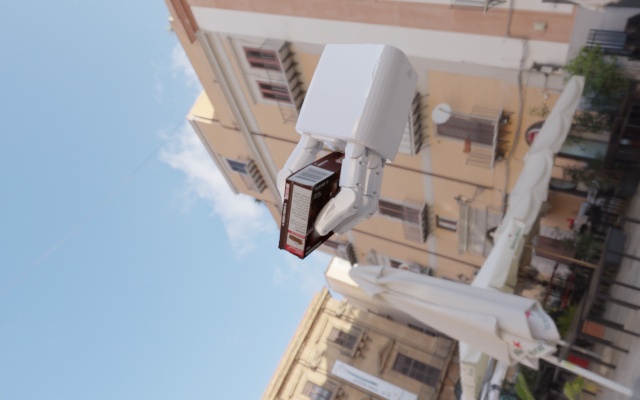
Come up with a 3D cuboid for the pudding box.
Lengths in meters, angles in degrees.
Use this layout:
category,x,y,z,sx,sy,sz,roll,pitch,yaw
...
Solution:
category,x,y,z,sx,sy,sz,roll,pitch,yaw
pudding box,0.000,0.002,0.542,0.039,0.090,0.113,21,29,25
